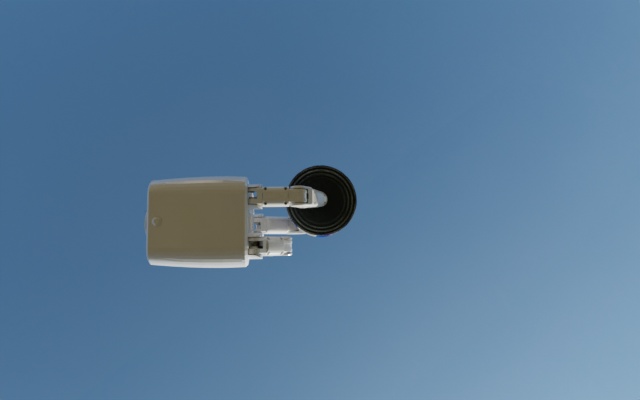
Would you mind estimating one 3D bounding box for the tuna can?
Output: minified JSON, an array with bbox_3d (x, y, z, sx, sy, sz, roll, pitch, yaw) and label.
[{"bbox_3d":[0.000,0.002,0.588,0.086,0.086,0.034,0,-9,-3],"label":"tuna can"}]
